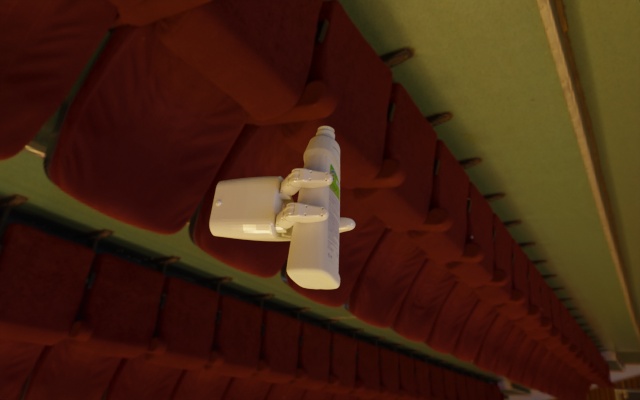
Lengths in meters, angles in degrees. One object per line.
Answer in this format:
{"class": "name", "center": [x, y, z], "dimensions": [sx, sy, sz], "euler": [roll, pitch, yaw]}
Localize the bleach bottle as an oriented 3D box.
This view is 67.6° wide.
{"class": "bleach bottle", "center": [0.000, 0.002, 0.740], "dimensions": [0.068, 0.250, 0.103], "euler": [-1, -25, 15]}
